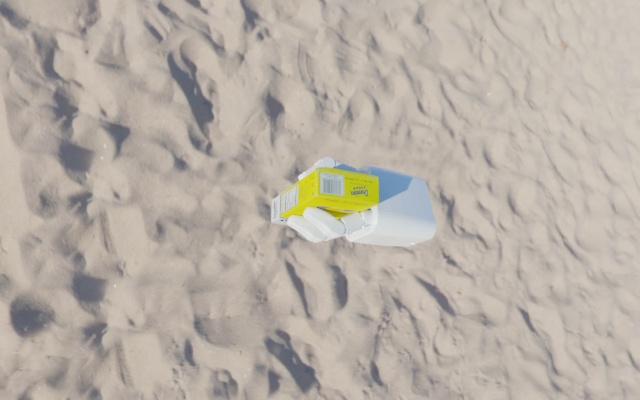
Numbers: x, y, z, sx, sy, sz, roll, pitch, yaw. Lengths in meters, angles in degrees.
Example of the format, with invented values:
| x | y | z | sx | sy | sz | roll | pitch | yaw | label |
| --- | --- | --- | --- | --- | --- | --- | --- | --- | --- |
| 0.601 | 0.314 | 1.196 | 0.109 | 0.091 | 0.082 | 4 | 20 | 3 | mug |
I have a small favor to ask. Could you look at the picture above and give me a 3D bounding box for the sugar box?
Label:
| x | y | z | sx | sy | sz | roll | pitch | yaw | label |
| --- | --- | --- | --- | --- | --- | --- | --- | --- | --- |
| 0.000 | 0.003 | 0.687 | 0.093 | 0.048 | 0.176 | 8 | -19 | -23 | sugar box |
